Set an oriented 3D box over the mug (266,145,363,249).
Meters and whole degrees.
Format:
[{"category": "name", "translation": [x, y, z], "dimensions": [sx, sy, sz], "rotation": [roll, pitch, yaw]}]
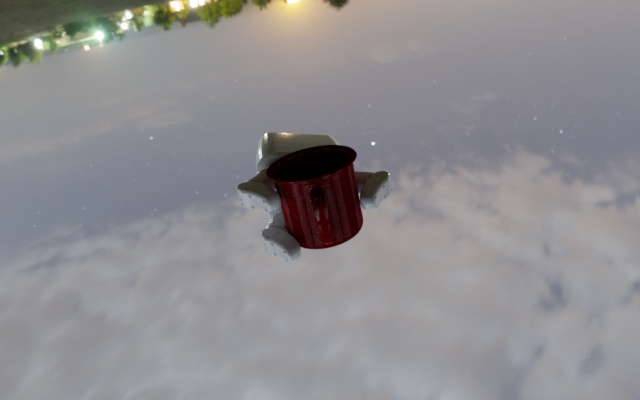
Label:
[{"category": "mug", "translation": [0.000, 0.002, 0.483], "dimensions": [0.093, 0.081, 0.117], "rotation": [-14, 25, -2]}]
